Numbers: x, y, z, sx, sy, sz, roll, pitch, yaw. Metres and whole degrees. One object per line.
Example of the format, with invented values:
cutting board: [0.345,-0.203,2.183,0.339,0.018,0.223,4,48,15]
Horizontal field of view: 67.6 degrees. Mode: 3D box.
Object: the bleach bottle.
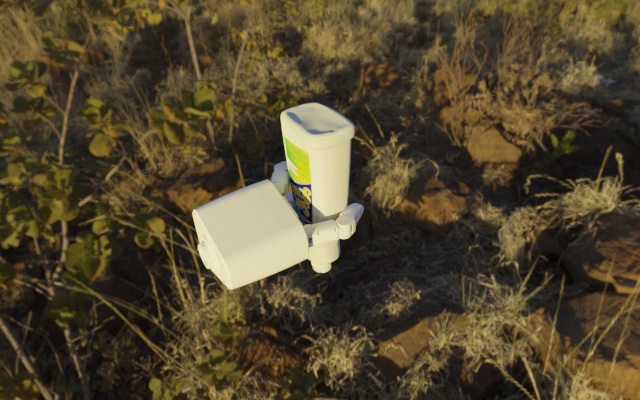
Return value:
bleach bottle: [0.000,0.002,0.646,0.068,0.251,0.102,-21,39,-23]
